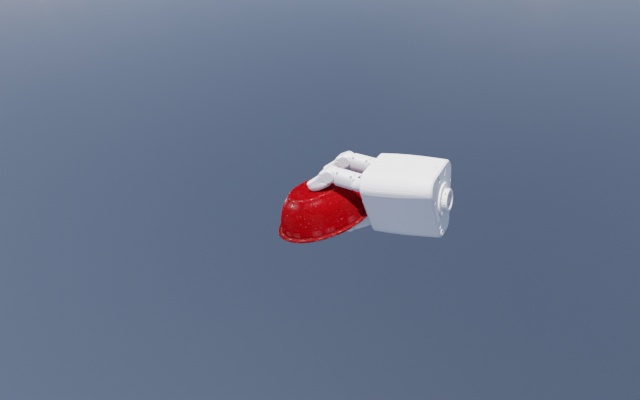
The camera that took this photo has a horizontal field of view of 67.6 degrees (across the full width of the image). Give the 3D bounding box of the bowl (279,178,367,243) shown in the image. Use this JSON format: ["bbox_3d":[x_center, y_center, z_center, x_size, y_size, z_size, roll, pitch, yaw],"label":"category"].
[{"bbox_3d":[-0.001,0.002,0.762,0.162,0.055,0.162,-18,22,7],"label":"bowl"}]
